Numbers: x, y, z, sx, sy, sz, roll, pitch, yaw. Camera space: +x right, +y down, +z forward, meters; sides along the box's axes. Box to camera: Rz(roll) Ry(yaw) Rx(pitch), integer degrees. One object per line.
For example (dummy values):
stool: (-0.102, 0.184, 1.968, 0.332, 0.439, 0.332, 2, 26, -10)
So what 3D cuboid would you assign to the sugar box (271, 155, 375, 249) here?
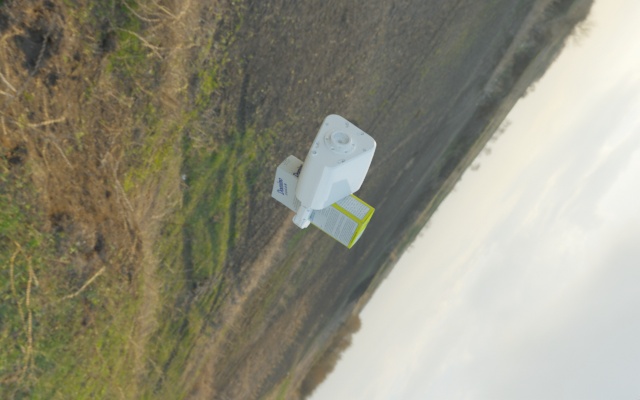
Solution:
sugar box: (0.001, 0.002, 0.833, 0.176, 0.048, 0.093, 36, -35, 11)
